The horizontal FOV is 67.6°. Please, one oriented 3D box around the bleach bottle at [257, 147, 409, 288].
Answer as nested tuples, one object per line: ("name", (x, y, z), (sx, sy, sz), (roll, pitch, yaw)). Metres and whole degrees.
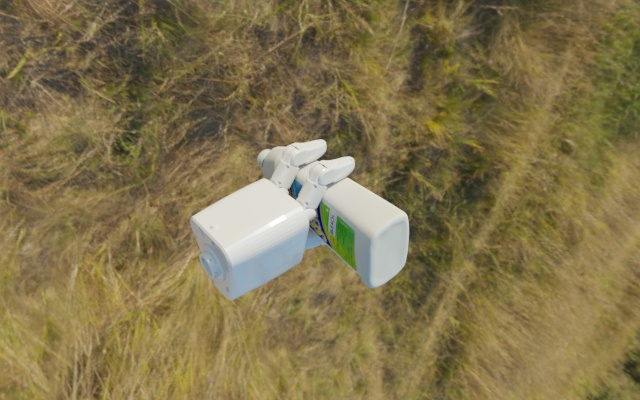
("bleach bottle", (0.000, 0.002, 0.620), (0.068, 0.103, 0.250), (-29, 45, -28))
